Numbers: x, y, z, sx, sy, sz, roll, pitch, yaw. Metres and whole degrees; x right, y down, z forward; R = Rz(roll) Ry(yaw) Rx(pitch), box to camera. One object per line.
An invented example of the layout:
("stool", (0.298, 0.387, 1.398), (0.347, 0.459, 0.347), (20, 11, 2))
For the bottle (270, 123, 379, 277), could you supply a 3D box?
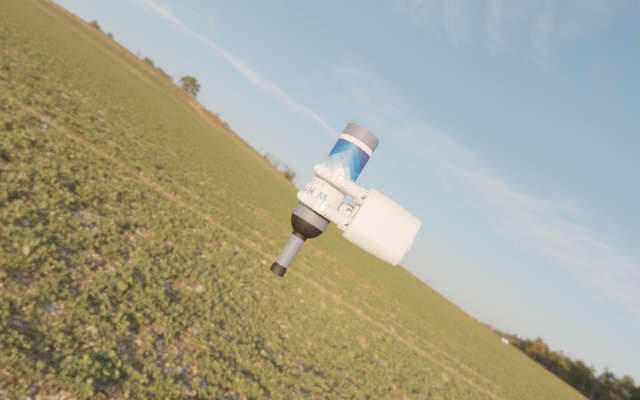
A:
("bottle", (0.000, 0.003, 0.846), (0.069, 0.295, 0.069), (32, -6, 4))
